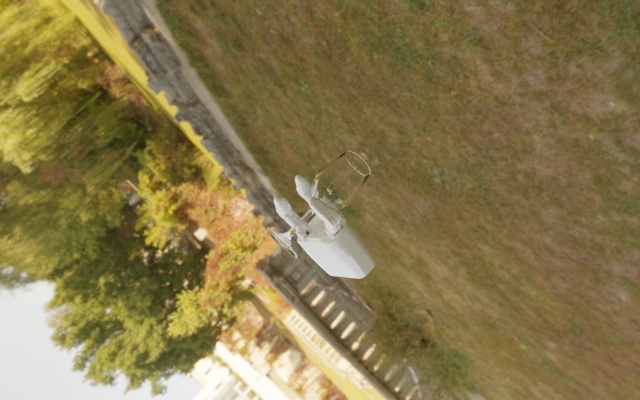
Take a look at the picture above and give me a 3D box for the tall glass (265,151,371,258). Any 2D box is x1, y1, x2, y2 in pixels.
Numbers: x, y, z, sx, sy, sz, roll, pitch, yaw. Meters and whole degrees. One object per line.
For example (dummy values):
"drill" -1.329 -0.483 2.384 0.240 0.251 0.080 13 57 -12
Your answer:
"tall glass" 0.000 0.003 0.831 0.079 0.201 0.079 40 -14 13
